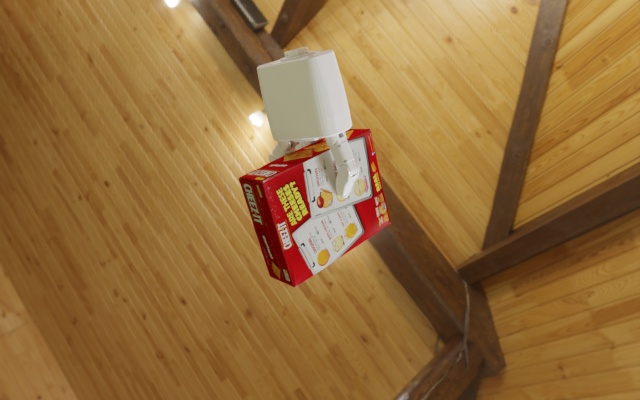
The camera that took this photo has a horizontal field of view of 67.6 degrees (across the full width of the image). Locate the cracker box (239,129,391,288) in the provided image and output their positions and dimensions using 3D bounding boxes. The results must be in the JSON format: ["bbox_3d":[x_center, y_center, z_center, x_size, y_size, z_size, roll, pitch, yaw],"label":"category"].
[{"bbox_3d":[0.000,0.002,0.717,0.213,0.164,0.072,-29,24,-34],"label":"cracker box"}]
